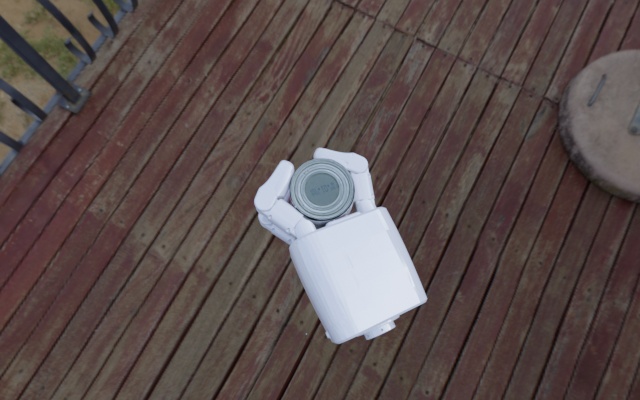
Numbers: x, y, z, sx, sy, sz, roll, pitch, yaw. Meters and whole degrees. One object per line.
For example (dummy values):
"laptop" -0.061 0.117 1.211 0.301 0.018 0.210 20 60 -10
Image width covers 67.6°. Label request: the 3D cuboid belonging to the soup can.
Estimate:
"soup can" 0.000 0.001 0.524 0.068 0.068 0.102 0 -15 -2
